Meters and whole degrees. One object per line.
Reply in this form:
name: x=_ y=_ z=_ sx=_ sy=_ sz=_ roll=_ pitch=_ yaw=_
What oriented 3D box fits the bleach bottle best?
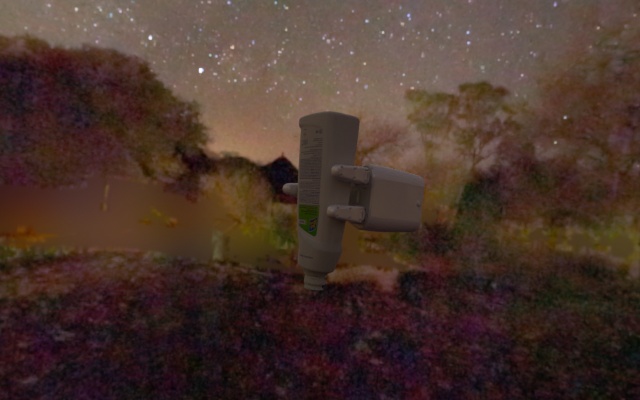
bleach bottle: x=0.000 y=0.002 z=0.698 sx=0.068 sy=0.251 sz=0.102 roll=7 pitch=-1 yaw=-29
